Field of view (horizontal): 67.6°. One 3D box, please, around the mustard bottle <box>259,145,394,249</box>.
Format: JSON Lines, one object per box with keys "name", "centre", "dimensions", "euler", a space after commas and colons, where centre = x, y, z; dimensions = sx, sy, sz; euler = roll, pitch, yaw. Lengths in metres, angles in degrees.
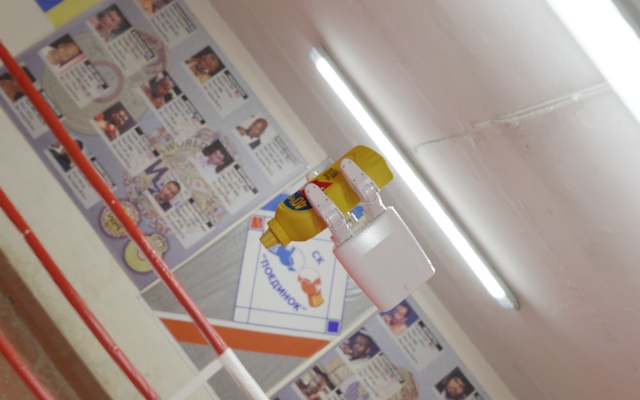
{"name": "mustard bottle", "centre": [0.000, 0.002, 0.644], "dimensions": [0.191, 0.058, 0.096], "euler": [-37, 26, -8]}
